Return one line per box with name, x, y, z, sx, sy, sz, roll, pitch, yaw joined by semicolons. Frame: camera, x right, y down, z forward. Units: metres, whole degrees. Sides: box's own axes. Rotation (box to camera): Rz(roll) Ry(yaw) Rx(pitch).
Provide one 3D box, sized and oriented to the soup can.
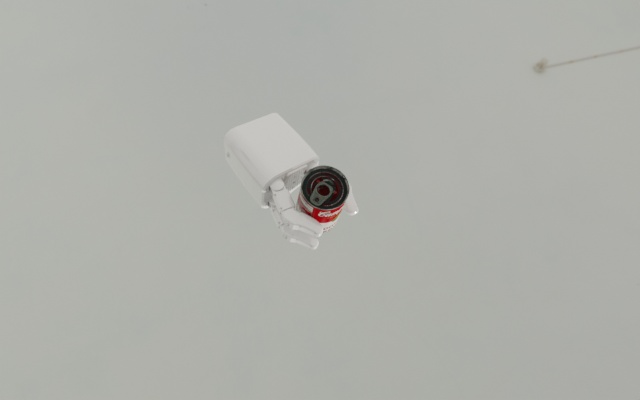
soup can;0.000;0.003;0.700;0.068;0.068;0.102;0;-24;-8
